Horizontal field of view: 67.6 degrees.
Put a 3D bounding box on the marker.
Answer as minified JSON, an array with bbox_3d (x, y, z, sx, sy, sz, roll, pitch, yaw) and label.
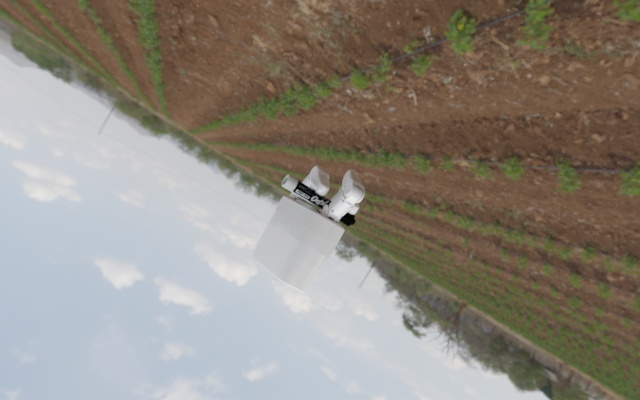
[{"bbox_3d":[0.000,0.002,0.666,0.121,0.020,0.020,32,-13,-22],"label":"marker"}]
